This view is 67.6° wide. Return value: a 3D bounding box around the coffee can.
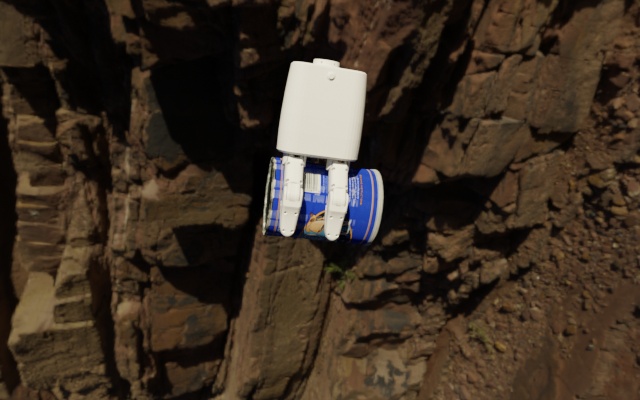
[{"bbox_3d":[0.000,0.002,0.629,0.140,0.103,0.103,6,-1,-10],"label":"coffee can"}]
